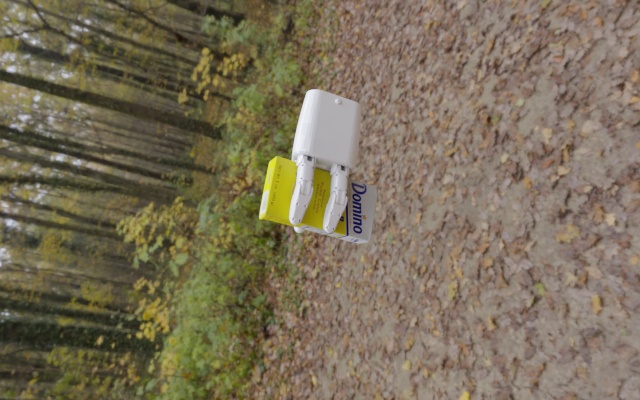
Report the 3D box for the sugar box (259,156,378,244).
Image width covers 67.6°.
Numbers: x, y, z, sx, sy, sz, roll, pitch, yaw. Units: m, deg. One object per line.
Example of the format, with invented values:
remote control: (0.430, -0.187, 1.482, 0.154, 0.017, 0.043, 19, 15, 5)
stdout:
sugar box: (0.000, 0.002, 0.736, 0.176, 0.093, 0.048, 14, -15, -18)
